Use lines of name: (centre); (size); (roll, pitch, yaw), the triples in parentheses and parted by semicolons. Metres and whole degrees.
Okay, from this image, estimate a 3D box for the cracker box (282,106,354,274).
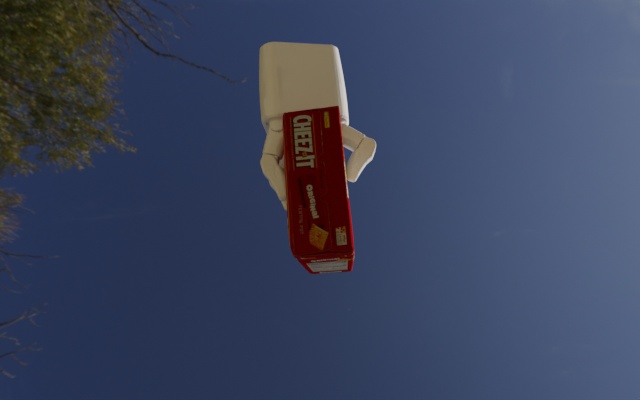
cracker box: (0.000, 0.002, 0.601); (0.072, 0.164, 0.214); (-6, -13, 2)
